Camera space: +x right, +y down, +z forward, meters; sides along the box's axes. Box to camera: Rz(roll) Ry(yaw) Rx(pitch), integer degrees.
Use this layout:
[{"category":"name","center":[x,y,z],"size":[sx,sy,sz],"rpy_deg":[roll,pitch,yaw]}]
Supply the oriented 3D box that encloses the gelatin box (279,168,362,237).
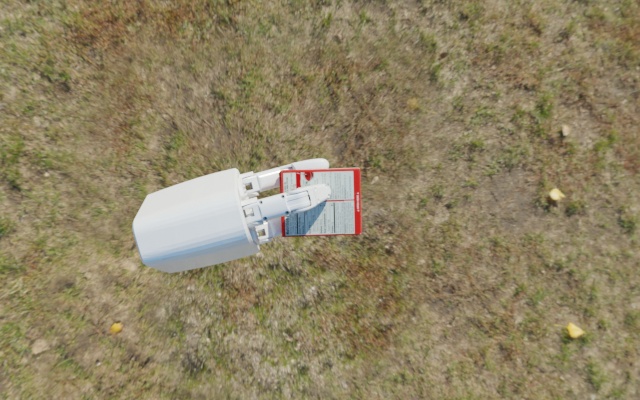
[{"category":"gelatin box","center":[0.000,0.002,0.526],"size":[0.089,0.073,0.030],"rpy_deg":[-2,3,-1]}]
